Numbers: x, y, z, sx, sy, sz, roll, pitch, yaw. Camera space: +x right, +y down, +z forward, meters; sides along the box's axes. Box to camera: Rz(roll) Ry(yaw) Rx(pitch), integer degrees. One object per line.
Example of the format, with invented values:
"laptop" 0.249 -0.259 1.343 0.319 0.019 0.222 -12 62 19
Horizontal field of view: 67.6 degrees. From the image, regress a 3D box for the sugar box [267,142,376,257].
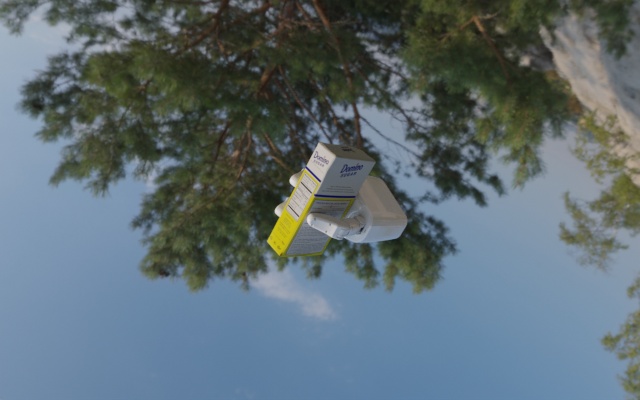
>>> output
"sugar box" 0.000 0.002 0.698 0.093 0.176 0.048 2 32 -48
